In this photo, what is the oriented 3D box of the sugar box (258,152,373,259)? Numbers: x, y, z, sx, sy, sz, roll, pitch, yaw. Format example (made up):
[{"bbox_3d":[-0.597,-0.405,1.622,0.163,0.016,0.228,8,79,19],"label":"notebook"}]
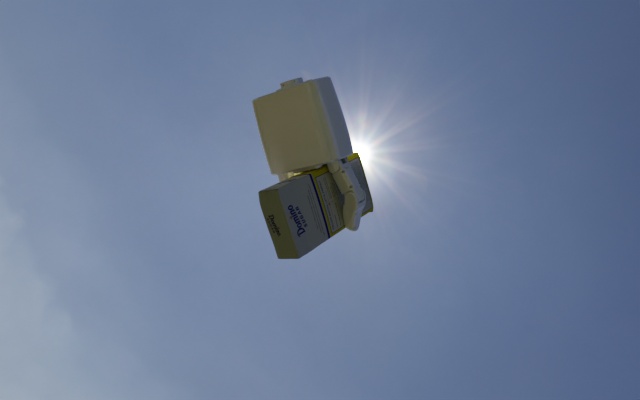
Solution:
[{"bbox_3d":[0.000,0.002,0.644,0.048,0.093,0.176,-6,14,44],"label":"sugar box"}]
